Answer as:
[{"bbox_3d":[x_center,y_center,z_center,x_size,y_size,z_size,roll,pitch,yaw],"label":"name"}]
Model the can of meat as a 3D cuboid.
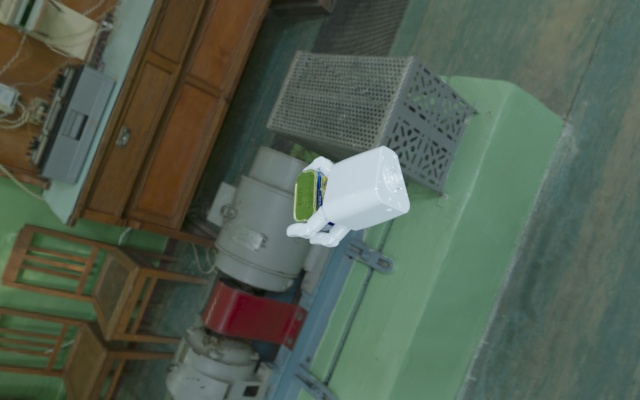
[{"bbox_3d":[0.000,0.003,0.850,0.057,0.102,0.084,-16,-27,40],"label":"can of meat"}]
